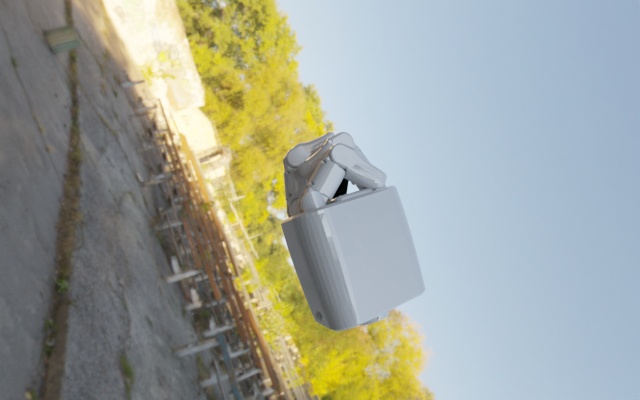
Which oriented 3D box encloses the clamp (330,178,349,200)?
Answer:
[{"bbox_3d":[0.001,0.002,0.547,0.039,0.120,0.171,-15,-3,-13],"label":"clamp"}]
